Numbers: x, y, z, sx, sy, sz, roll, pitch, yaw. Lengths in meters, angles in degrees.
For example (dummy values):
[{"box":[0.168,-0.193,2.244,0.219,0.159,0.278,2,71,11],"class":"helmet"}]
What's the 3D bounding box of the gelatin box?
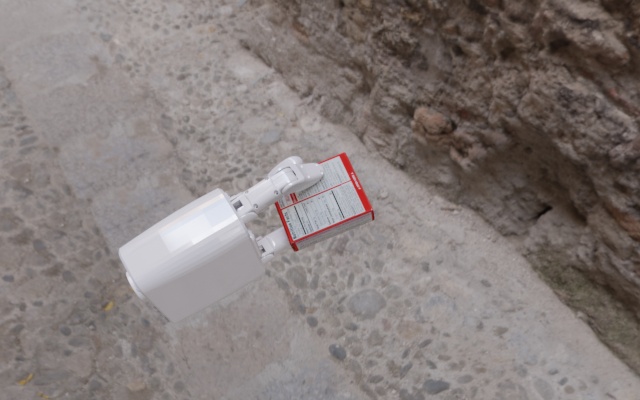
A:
[{"box":[0.000,0.001,0.486,0.089,0.073,0.030,-23,-26,-2],"class":"gelatin box"}]
